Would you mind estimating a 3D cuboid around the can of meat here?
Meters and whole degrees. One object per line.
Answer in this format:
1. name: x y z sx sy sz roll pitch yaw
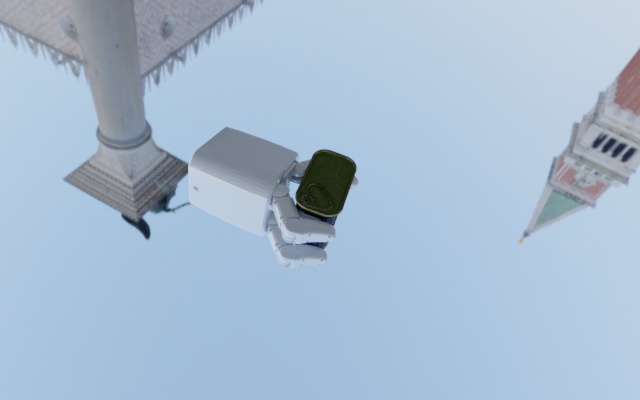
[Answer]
1. can of meat: 0.000 0.002 0.595 0.057 0.102 0.084 20 -40 2
